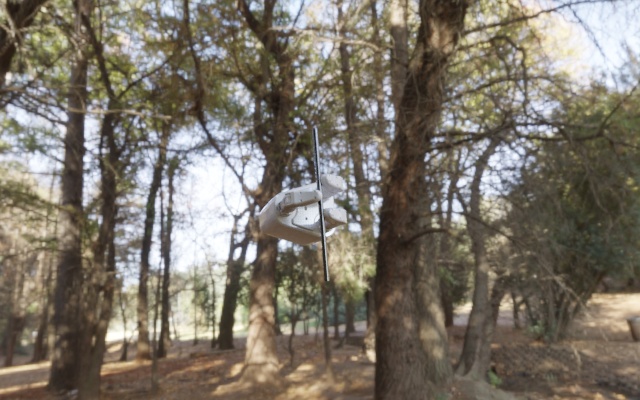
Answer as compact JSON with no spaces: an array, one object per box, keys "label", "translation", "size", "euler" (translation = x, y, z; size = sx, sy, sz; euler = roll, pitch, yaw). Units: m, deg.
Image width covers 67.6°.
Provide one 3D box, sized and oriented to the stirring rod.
[{"label":"stirring rod","translation":[0.000,0.003,0.732],"size":[0.011,0.239,0.011],"euler":[-4,-14,-1]}]
